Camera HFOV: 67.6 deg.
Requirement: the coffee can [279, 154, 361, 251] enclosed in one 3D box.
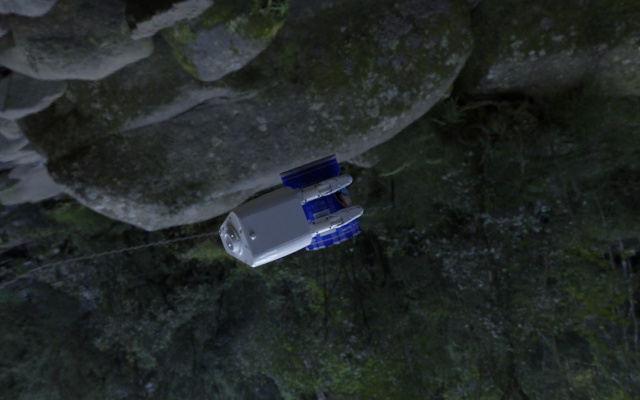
[{"bbox_3d":[0.000,0.003,0.824,0.103,0.140,0.103,-20,4,2],"label":"coffee can"}]
